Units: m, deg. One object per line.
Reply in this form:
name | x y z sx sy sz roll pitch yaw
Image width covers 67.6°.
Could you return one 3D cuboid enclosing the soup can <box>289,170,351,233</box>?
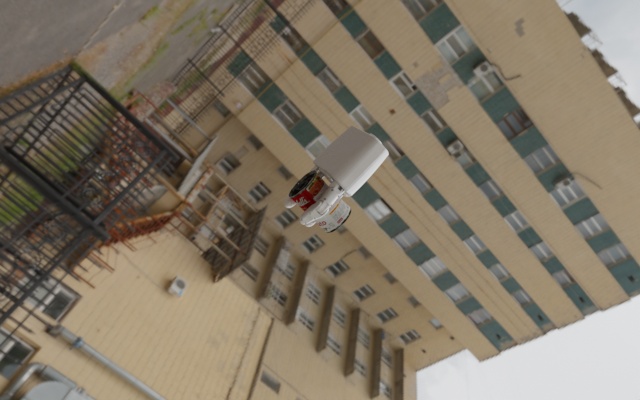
soup can | 0.000 0.003 0.890 0.102 0.068 0.068 45 -17 -17
